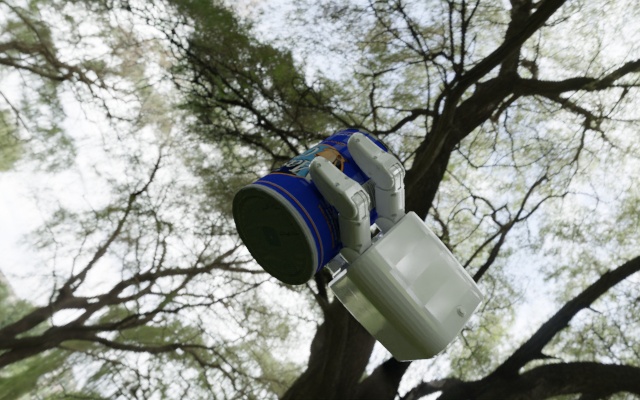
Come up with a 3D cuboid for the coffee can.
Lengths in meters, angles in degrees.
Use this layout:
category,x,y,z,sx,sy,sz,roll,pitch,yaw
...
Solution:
category,x,y,z,sx,sy,sz,roll,pitch,yaw
coffee can,0.000,0.002,0.469,0.103,0.103,0.140,0,28,47
